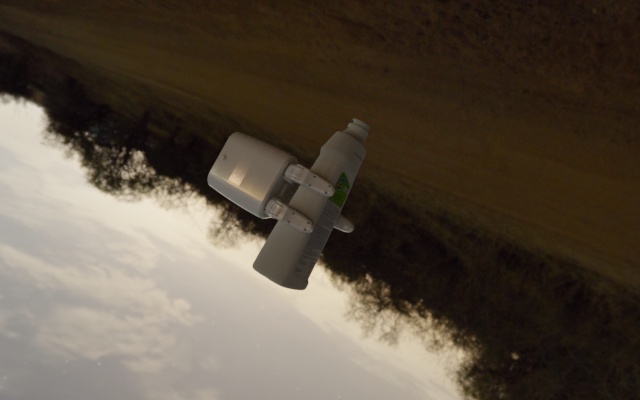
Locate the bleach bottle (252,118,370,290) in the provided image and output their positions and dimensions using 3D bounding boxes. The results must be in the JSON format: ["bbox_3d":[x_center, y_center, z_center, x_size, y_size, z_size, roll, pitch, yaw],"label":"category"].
[{"bbox_3d":[0.000,0.002,0.679,0.068,0.251,0.102,28,-3,21],"label":"bleach bottle"}]
